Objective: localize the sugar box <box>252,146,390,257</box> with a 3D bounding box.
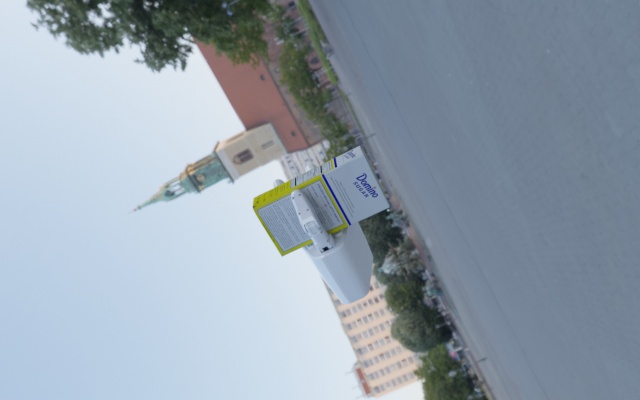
[{"bbox_3d":[0.000,0.002,0.687,0.176,0.093,0.048,-26,25,7],"label":"sugar box"}]
